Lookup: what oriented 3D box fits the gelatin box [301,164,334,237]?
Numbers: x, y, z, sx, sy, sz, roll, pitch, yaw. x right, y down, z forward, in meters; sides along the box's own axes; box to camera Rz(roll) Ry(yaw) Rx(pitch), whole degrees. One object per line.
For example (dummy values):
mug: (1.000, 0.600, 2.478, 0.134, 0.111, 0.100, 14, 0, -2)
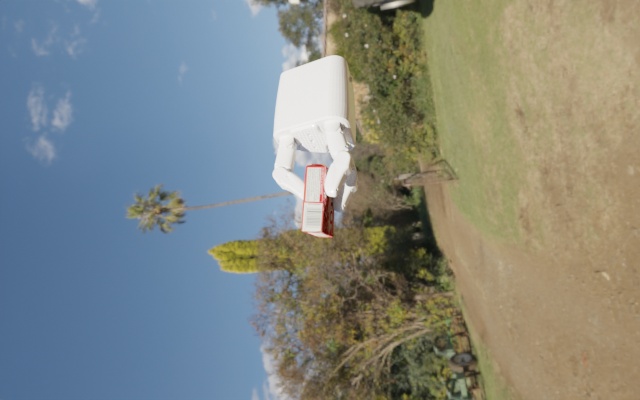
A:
gelatin box: (0.000, 0.002, 0.638, 0.030, 0.089, 0.073, 2, -9, 13)
